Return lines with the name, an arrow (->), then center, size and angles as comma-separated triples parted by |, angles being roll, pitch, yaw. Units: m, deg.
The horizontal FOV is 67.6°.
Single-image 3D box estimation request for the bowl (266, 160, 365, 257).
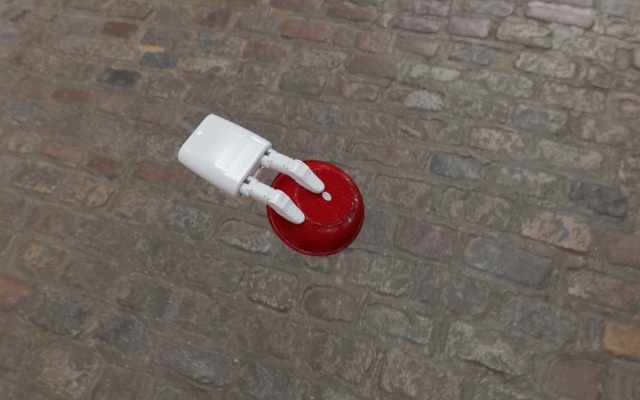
bowl -> 0.001, 0.003, 0.736 | 0.162, 0.162, 0.055 | 0, -18, -16
